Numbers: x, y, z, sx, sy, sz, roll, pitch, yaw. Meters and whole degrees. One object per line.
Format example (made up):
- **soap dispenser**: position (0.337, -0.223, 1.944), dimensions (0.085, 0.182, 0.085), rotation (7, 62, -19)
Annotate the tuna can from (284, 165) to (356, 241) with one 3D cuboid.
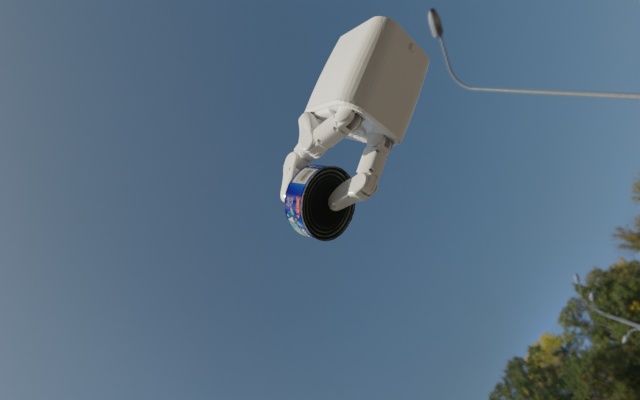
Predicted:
- **tuna can**: position (0.000, 0.002, 0.550), dimensions (0.086, 0.086, 0.033), rotation (0, 7, -44)
